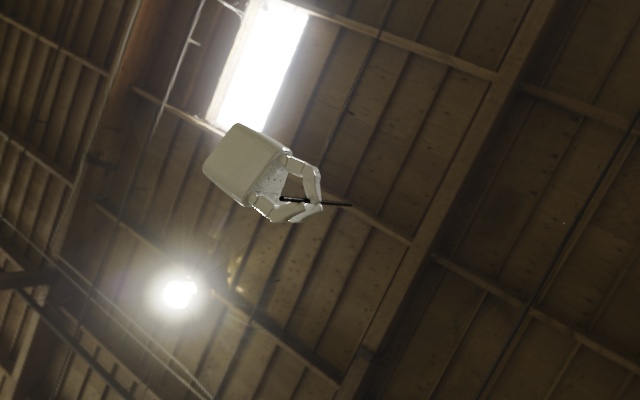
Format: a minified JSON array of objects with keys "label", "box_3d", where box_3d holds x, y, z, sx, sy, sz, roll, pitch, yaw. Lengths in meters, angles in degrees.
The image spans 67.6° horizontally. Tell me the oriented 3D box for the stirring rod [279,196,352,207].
[{"label":"stirring rod","box_3d":[0.000,0.002,0.771,0.011,0.011,0.239,0,-2,27]}]
